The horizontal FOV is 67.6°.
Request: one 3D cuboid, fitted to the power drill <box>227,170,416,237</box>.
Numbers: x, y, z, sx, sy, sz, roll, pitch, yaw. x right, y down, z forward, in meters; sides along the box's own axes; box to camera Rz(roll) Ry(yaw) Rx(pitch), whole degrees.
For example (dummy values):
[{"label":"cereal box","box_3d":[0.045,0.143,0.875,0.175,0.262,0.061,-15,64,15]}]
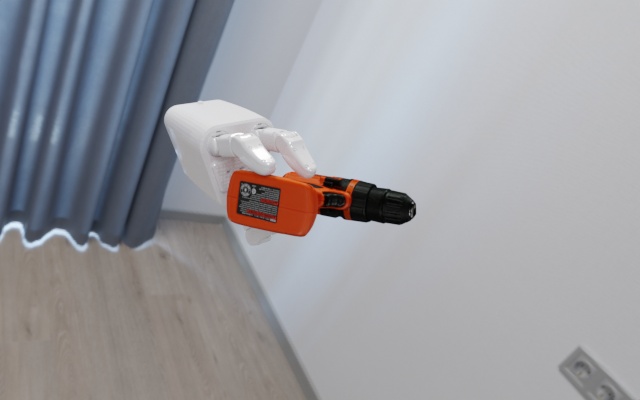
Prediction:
[{"label":"power drill","box_3d":[0.000,0.002,0.543,0.184,0.057,0.187,9,5,26]}]
